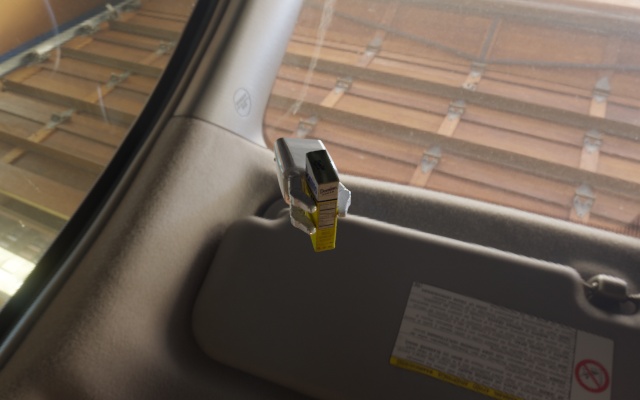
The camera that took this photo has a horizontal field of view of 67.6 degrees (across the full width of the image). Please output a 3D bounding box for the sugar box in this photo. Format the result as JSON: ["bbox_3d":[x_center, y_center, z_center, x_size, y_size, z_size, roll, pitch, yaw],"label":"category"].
[{"bbox_3d":[0.000,0.003,0.885,0.048,0.176,0.093,-11,44,-10],"label":"sugar box"}]
